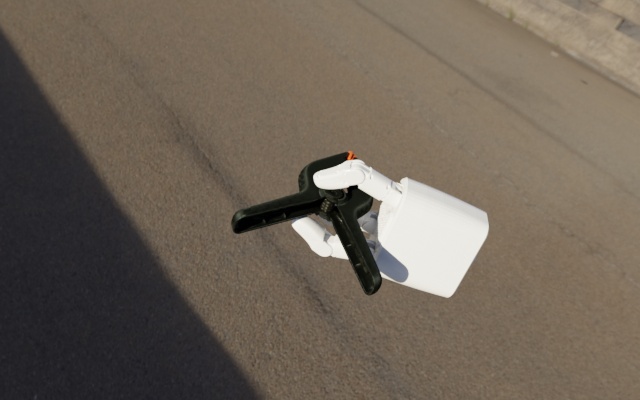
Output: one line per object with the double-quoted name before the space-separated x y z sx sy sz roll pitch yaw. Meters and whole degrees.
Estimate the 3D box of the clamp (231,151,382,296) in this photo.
"clamp" 0.001 0.001 0.549 0.164 0.036 0.209 21 39 -4
